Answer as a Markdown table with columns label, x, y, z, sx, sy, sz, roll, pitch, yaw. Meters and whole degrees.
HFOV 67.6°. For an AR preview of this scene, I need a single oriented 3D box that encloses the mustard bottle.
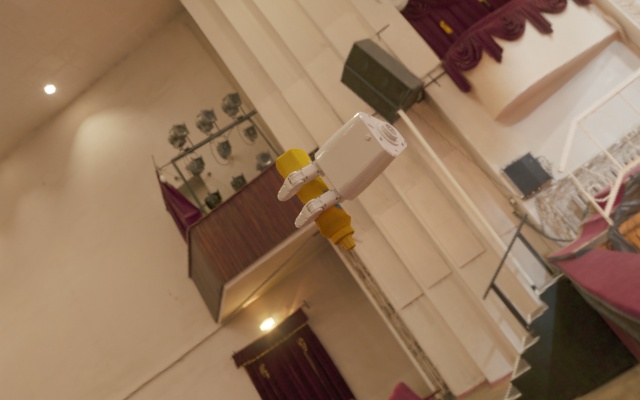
| label | x | y | z | sx | sy | sz | roll | pitch | yaw |
| --- | --- | --- | --- | --- | --- | --- | --- | --- | --- |
| mustard bottle | 0.000 | 0.003 | 0.812 | 0.058 | 0.191 | 0.096 | -36 | -17 | 5 |
